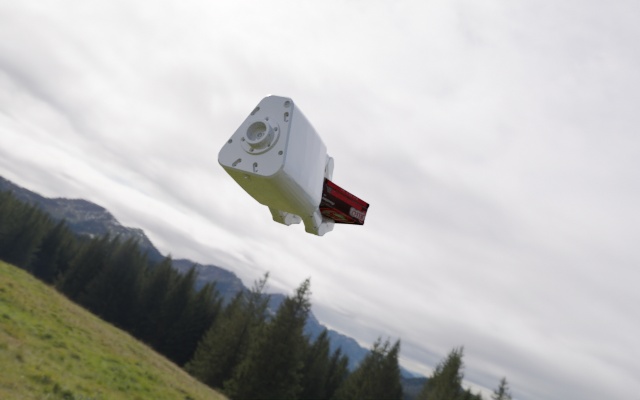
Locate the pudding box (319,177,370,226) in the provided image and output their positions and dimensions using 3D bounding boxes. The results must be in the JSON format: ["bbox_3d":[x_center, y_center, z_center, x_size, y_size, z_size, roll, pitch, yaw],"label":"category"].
[{"bbox_3d":[0.000,0.002,0.681,0.090,0.039,0.113,30,-16,-33],"label":"pudding box"}]
